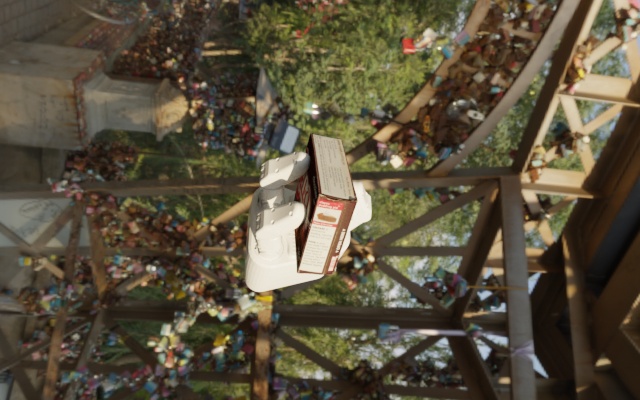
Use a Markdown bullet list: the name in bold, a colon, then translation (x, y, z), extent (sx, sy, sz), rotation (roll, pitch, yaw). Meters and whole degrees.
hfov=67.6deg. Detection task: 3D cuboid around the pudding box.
- **pudding box**: translation (0.000, 0.002, 0.457), extent (0.039, 0.090, 0.113), rotation (6, 34, -13)
